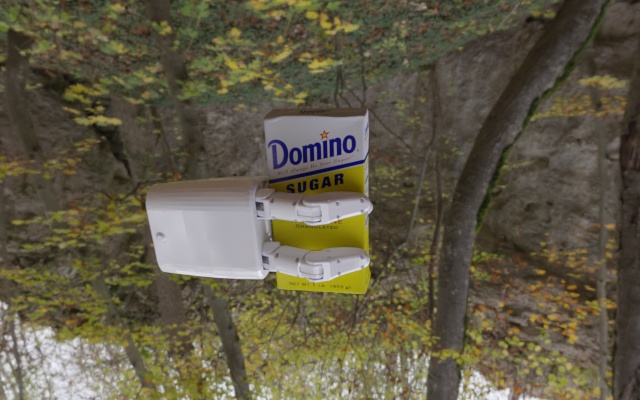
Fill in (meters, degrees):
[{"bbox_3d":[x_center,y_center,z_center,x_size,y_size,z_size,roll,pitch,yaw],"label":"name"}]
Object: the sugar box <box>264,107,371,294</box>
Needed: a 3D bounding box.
[{"bbox_3d":[0.000,0.002,0.460,0.093,0.176,0.048,0,22,11],"label":"sugar box"}]
